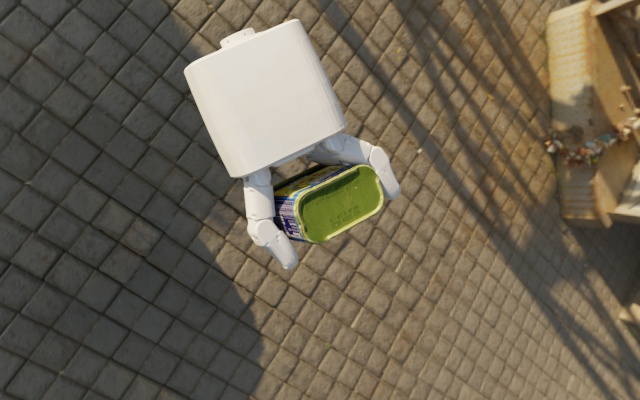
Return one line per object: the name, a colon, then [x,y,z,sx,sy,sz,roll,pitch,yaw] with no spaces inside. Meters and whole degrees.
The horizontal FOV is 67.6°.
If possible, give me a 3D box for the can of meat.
can of meat: [0.000,0.002,0.473,0.102,0.057,0.084,-28,14,-27]
